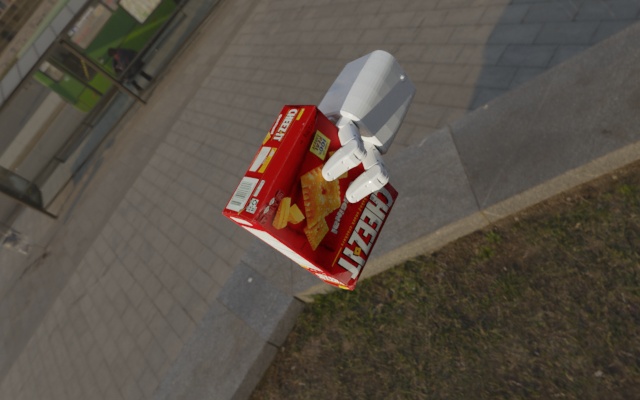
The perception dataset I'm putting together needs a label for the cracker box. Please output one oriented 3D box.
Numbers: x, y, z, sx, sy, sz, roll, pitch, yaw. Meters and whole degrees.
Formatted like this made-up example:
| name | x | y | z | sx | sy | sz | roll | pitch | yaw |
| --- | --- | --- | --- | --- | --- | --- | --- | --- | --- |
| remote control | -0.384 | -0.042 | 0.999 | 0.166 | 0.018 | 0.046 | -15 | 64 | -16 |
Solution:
| name | x | y | z | sx | sy | sz | roll | pitch | yaw |
| --- | --- | --- | --- | --- | --- | --- | --- | --- | --- |
| cracker box | 0.000 | 0.002 | 0.637 | 0.072 | 0.164 | 0.214 | 12 | -21 | 47 |
